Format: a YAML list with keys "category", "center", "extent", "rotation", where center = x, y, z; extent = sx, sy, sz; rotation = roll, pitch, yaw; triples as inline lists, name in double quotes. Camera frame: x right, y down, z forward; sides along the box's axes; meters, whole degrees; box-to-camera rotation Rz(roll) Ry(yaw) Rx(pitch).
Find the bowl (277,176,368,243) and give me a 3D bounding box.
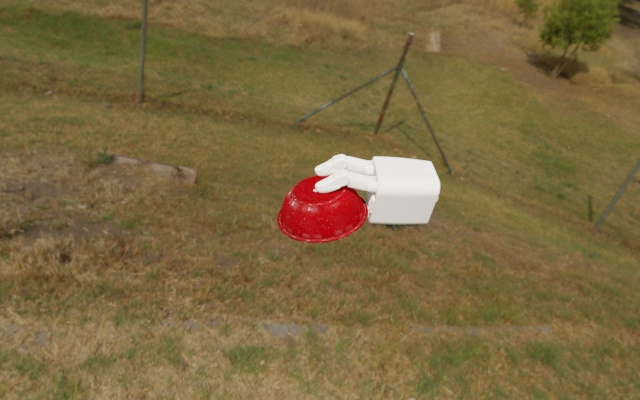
- category: "bowl"
  center: [-0.001, 0.003, 0.822]
  extent: [0.162, 0.055, 0.162]
  rotation: [-6, 34, 4]
